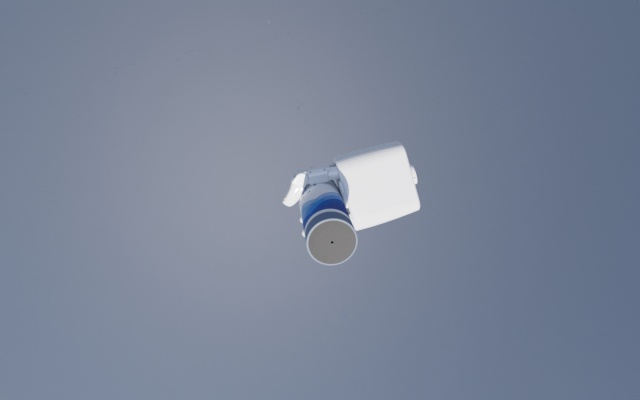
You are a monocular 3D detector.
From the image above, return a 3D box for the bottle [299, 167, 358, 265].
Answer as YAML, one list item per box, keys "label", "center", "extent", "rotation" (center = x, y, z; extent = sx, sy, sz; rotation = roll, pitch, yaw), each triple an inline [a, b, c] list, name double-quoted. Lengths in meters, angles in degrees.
- label: "bottle"
  center: [0.000, 0.003, 0.744]
  extent: [0.069, 0.069, 0.295]
  rotation: [0, 20, -6]
